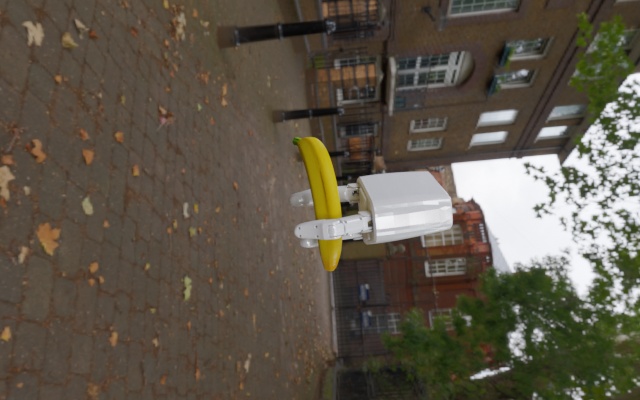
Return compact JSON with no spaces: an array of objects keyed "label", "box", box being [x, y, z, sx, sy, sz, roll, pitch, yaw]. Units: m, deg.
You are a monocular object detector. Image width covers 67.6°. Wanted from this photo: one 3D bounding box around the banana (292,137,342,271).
[{"label":"banana","box":[0.003,-0.006,0.641,0.037,0.197,0.070,-10,-13,-13]}]
